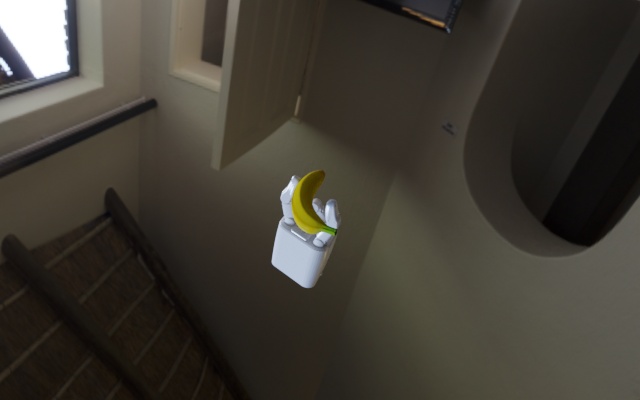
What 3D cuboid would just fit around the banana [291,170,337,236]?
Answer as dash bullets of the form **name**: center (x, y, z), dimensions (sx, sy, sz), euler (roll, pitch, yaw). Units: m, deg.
- **banana**: center (-0.018, 0.002, 0.837), dimensions (0.069, 0.037, 0.197), euler (8, 34, -12)
